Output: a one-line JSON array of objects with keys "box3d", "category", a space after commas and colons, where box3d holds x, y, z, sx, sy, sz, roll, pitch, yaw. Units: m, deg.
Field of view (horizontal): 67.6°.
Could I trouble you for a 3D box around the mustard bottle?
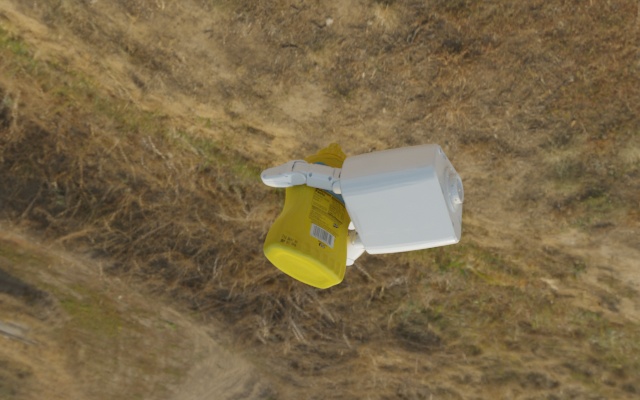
[{"box3d": [0.000, 0.002, 0.579, 0.096, 0.191, 0.058, 33, -40, -22], "category": "mustard bottle"}]
